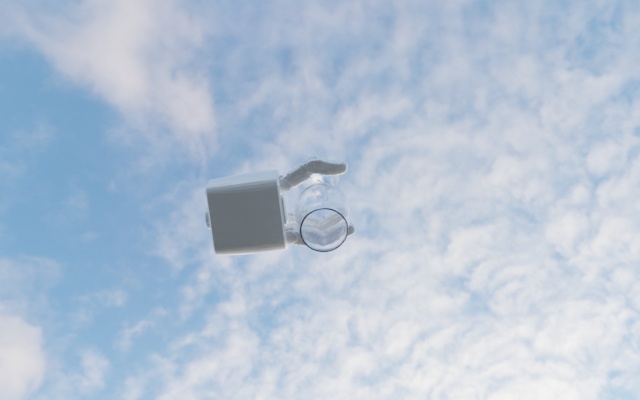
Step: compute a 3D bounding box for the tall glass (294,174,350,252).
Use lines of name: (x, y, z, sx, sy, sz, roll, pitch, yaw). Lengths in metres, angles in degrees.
tall glass: (0.000, 0.002, 0.692, 0.079, 0.079, 0.201, 0, 21, -3)
